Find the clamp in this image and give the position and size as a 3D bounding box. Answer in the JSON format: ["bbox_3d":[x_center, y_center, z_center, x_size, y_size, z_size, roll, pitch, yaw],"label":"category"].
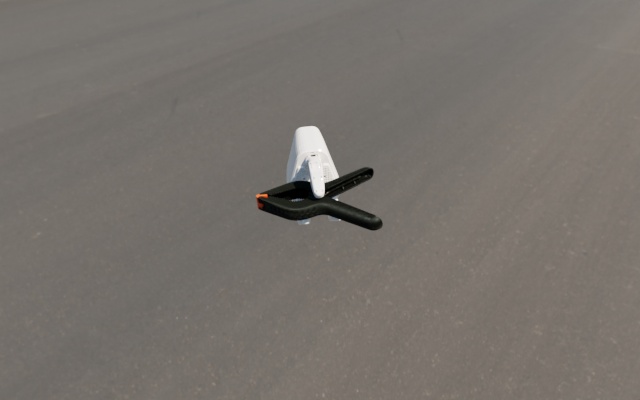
[{"bbox_3d":[0.000,0.002,0.788,0.210,0.036,0.164,-7,34,-4],"label":"clamp"}]
